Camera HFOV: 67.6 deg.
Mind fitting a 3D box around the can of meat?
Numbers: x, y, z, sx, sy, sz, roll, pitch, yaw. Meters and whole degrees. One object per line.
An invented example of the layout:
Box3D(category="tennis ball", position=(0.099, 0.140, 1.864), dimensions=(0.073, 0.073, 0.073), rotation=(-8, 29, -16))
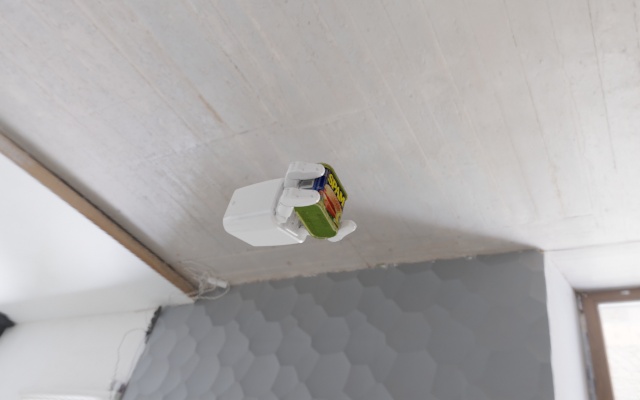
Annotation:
Box3D(category="can of meat", position=(0.000, 0.003, 0.793), dimensions=(0.057, 0.084, 0.102), rotation=(-6, -43, 25))
